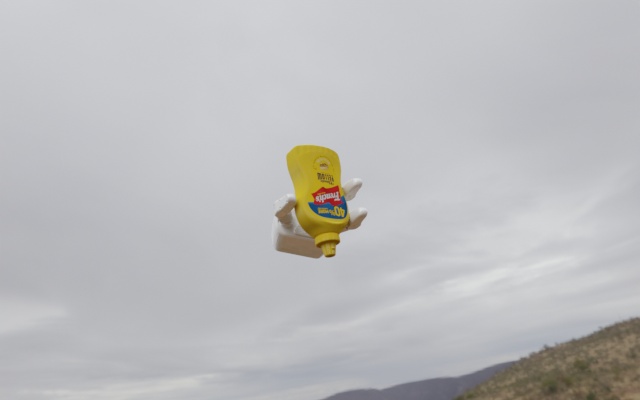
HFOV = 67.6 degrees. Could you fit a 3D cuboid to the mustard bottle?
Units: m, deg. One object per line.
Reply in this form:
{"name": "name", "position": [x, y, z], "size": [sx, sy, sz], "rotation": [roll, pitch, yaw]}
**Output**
{"name": "mustard bottle", "position": [0.000, 0.002, 0.800], "size": [0.096, 0.191, 0.058], "rotation": [8, -28, -35]}
